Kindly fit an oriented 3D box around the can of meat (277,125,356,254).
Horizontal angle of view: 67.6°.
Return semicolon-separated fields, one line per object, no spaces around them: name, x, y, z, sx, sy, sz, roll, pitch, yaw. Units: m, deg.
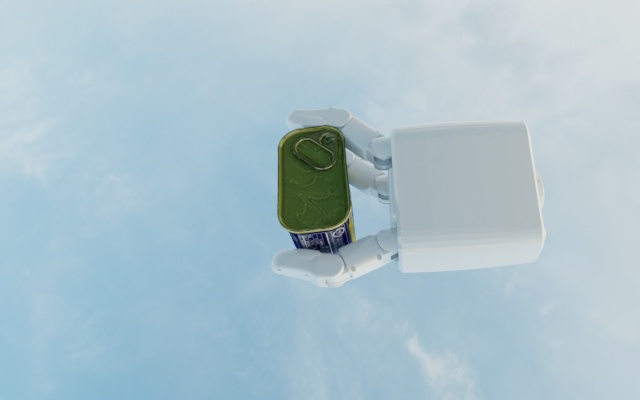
can of meat;0.000;0.002;0.414;0.057;0.102;0.084;-7;-33;6
